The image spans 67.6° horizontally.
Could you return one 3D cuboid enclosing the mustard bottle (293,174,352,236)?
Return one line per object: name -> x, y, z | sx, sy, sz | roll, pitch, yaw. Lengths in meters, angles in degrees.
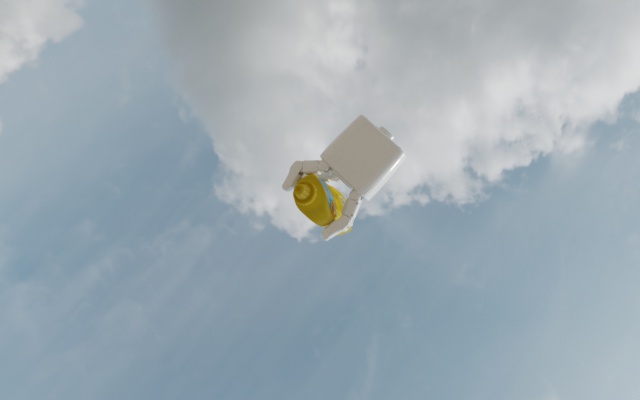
mustard bottle -> 0.000, 0.003, 0.868 | 0.058, 0.096, 0.192 | -24, -21, 15
